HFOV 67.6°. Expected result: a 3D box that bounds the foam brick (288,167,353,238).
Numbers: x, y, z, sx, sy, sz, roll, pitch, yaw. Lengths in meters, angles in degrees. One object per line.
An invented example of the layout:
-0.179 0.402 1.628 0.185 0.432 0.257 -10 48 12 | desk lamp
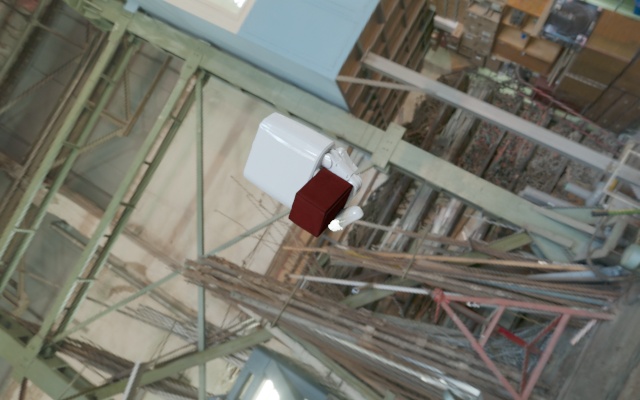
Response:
0.000 0.002 0.660 0.051 0.053 0.078 32 44 12 | foam brick
